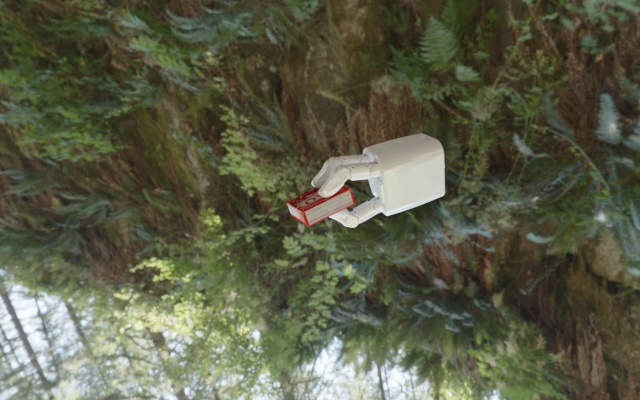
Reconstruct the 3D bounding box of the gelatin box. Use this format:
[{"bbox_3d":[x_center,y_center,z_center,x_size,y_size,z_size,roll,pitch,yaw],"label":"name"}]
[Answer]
[{"bbox_3d":[0.000,0.003,0.763,0.089,0.030,0.073,-26,22,-17],"label":"gelatin box"}]
